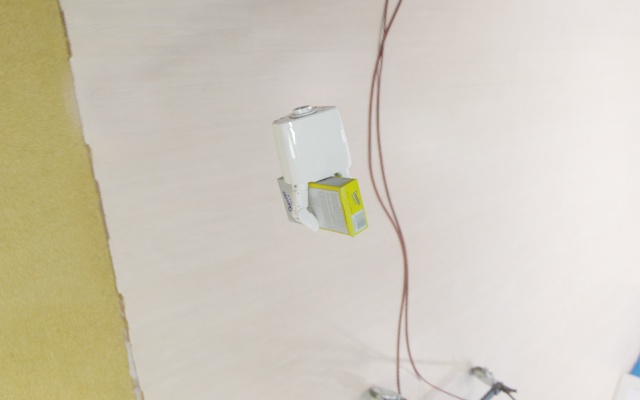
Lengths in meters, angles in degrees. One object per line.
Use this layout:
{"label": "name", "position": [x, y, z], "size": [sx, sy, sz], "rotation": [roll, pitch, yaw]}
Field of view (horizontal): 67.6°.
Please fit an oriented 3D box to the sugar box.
{"label": "sugar box", "position": [0.001, 0.002, 0.841], "size": [0.048, 0.093, 0.176], "rotation": [-28, 25, -32]}
